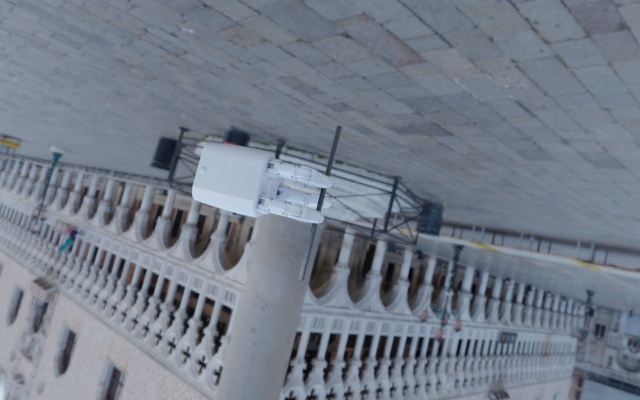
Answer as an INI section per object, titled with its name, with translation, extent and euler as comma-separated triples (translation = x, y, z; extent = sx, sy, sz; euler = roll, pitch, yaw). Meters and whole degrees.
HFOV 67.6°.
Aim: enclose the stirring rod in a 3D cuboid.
[stirring rod]
translation = 0.000, 0.002, 0.722
extent = 0.011, 0.239, 0.011
euler = 14, -5, 1
